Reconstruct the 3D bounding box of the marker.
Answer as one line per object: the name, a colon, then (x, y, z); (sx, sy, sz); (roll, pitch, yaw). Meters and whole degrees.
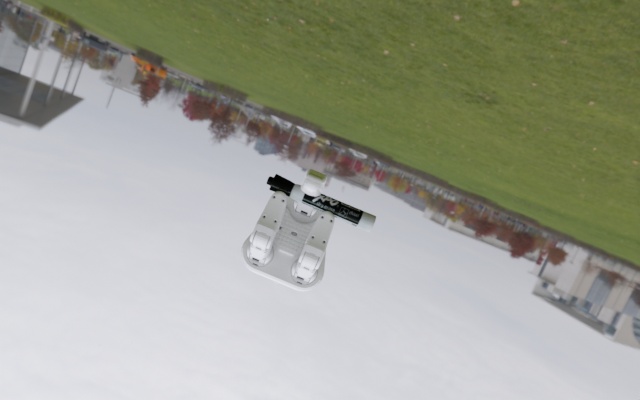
marker: (0.000, 0.002, 0.505); (0.121, 0.020, 0.020); (23, 0, 1)
